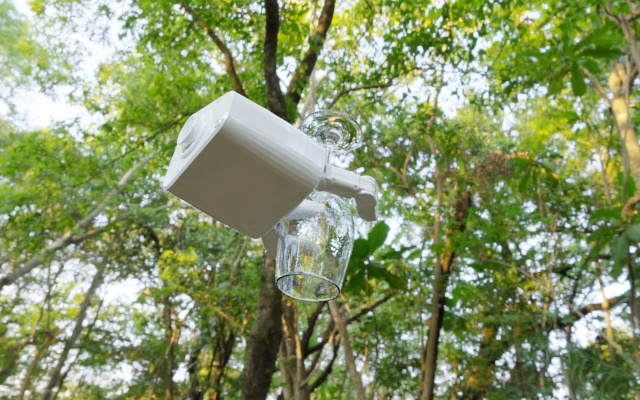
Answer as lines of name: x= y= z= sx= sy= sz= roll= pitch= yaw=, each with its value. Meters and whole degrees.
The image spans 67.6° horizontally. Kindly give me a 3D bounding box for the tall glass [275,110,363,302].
tall glass: x=0.000 y=0.001 z=0.503 sx=0.079 sy=0.201 sz=0.079 roll=6 pitch=-34 yaw=4
